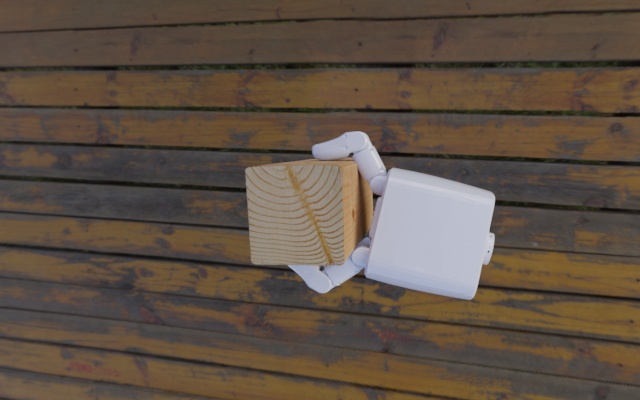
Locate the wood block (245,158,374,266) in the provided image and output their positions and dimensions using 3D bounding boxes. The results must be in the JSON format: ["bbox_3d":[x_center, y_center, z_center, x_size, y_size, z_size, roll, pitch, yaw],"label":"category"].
[{"bbox_3d":[0.000,0.001,0.519,0.090,0.091,0.206,-1,6,13],"label":"wood block"}]
